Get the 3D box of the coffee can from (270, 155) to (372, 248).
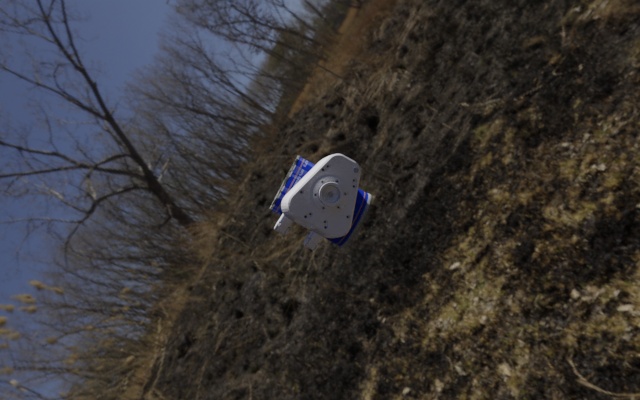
[{"bbox_3d":[0.000,0.003,0.799,0.140,0.103,0.103,28,-3,-6],"label":"coffee can"}]
